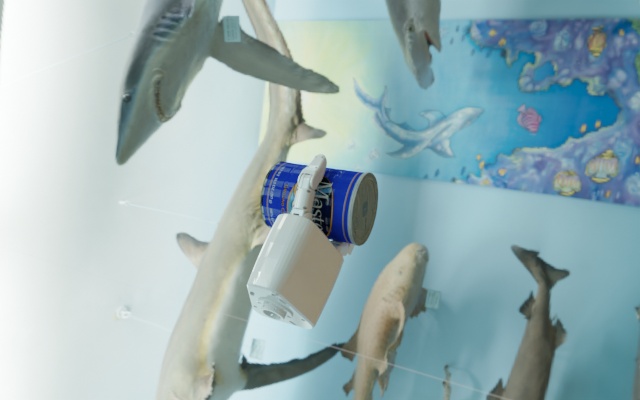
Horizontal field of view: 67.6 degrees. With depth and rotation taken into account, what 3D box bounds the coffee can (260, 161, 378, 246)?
[{"bbox_3d":[0.000,0.002,0.686,0.140,0.103,0.103,9,4,24],"label":"coffee can"}]
